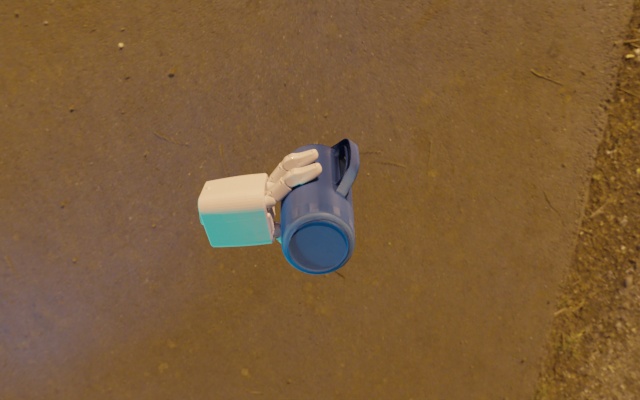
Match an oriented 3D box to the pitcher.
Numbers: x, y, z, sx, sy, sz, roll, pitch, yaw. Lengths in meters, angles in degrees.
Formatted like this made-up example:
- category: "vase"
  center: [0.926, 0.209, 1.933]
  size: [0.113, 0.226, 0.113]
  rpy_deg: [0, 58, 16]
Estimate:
- category: "pitcher"
  center: [0.000, 0.003, 0.785]
  size: [0.145, 0.149, 0.242]
  rpy_deg: [-6, 28, 1]
